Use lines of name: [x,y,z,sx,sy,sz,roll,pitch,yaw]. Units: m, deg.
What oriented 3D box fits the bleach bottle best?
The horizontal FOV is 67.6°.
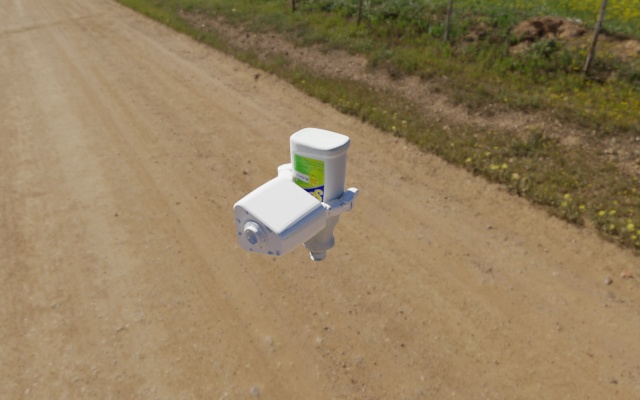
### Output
bleach bottle: [0.000,0.003,0.853,0.102,0.251,0.068,19,36,31]
